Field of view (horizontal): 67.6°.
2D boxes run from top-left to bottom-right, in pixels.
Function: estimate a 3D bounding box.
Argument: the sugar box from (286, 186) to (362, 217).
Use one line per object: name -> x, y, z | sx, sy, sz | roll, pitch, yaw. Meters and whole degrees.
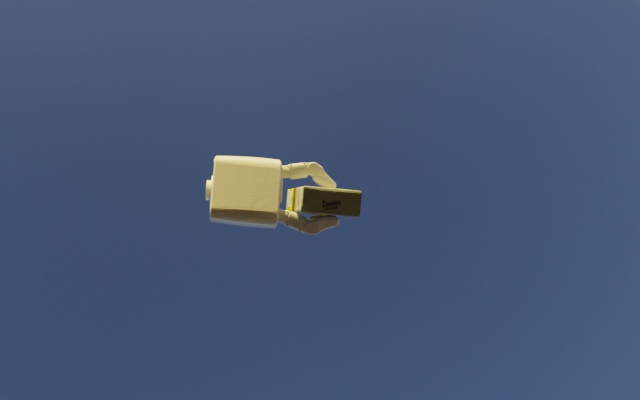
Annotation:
sugar box -> 0.000, 0.003, 0.795 | 0.093, 0.048, 0.176 | 5, 1, -11
